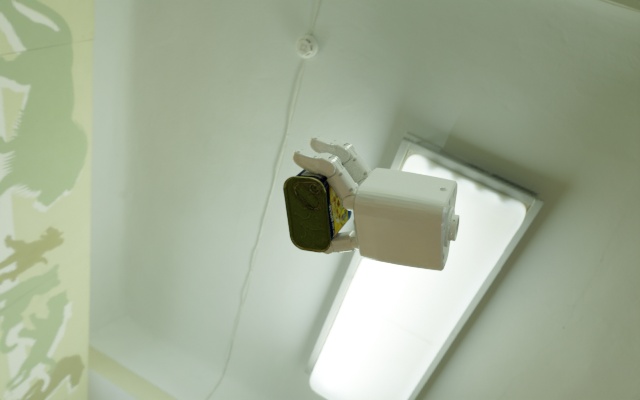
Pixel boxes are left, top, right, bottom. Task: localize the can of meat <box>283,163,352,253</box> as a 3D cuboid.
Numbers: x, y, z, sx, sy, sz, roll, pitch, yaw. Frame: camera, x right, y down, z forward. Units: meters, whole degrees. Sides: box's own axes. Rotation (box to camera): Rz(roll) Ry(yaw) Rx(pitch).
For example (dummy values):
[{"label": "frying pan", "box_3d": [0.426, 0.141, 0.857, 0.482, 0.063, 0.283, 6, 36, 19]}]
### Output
[{"label": "can of meat", "box_3d": [0.000, 0.002, 0.617, 0.057, 0.102, 0.084, 5, 26, 25]}]
